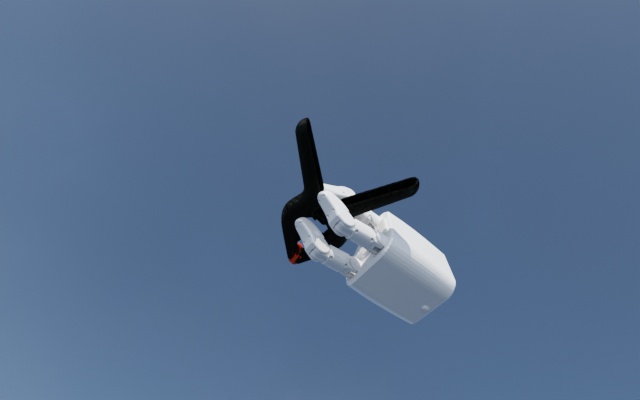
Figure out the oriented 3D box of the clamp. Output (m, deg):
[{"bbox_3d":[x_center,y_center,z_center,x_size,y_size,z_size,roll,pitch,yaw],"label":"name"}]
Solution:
[{"bbox_3d":[0.000,0.002,0.618,0.164,0.210,0.036,34,34,-9],"label":"clamp"}]
